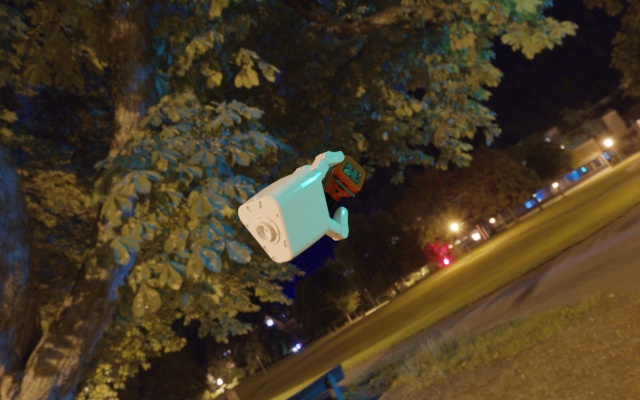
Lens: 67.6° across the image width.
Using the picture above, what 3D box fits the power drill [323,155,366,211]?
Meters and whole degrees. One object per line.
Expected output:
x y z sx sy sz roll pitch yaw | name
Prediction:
0.000 0.003 0.883 0.188 0.057 0.184 -46 7 24 | power drill
